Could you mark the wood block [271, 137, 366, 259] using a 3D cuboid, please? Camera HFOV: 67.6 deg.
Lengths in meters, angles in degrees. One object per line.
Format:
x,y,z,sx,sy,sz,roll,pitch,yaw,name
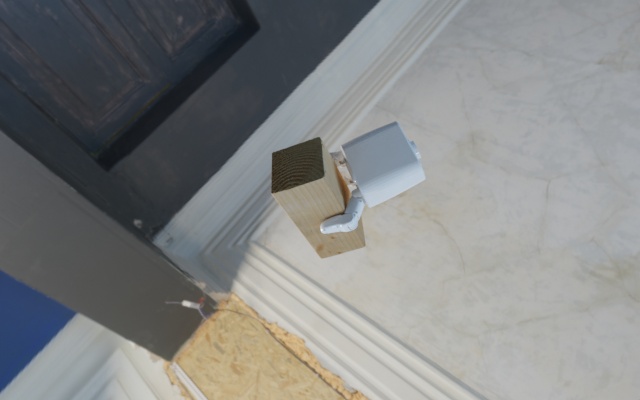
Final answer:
0.001,0.003,0.813,0.090,0.090,0.206,-17,-41,14,wood block
